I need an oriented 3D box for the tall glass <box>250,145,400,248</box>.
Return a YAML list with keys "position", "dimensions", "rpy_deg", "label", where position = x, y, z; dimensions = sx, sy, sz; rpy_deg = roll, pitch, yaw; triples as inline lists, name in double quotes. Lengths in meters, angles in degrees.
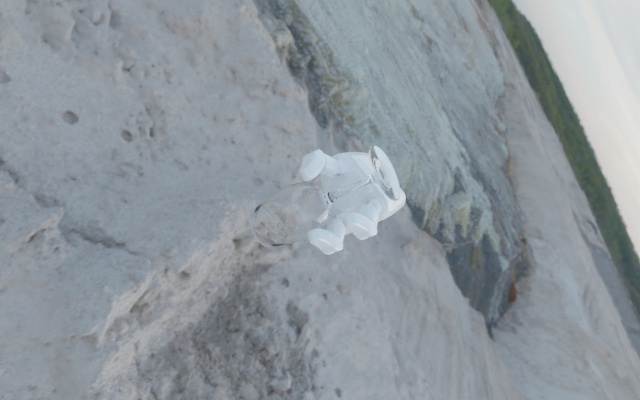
- position: [0.001, 0.002, 0.636]
  dimensions: [0.201, 0.079, 0.079]
  rpy_deg: [-24, -12, 27]
  label: "tall glass"
